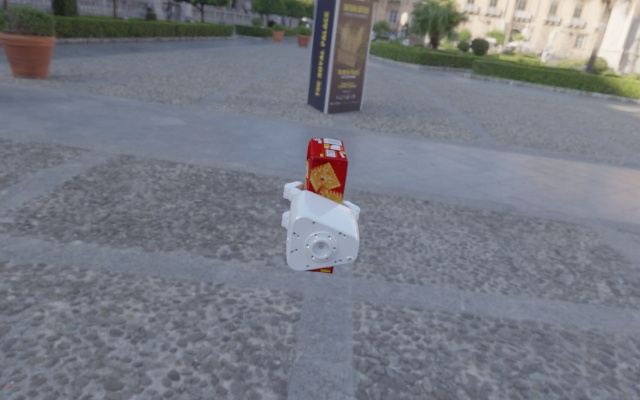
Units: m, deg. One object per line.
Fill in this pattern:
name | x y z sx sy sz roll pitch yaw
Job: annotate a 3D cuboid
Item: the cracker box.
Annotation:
cracker box | 0.000 0.003 0.895 0.072 0.214 0.164 7 19 -4
